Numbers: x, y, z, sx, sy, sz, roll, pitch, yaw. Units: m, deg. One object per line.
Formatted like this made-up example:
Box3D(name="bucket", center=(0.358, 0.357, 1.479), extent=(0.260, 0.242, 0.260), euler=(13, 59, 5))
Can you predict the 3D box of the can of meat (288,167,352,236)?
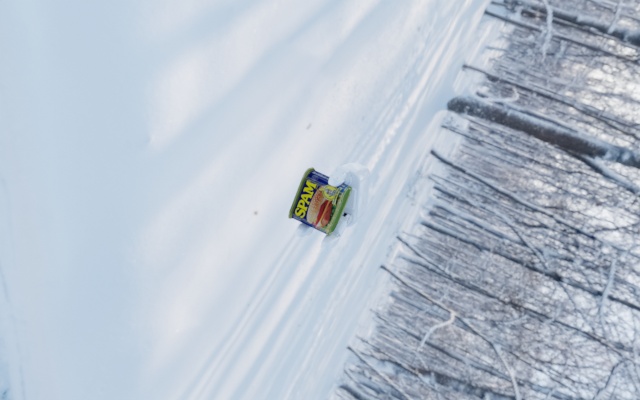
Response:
Box3D(name="can of meat", center=(0.000, 0.003, 0.871), extent=(0.084, 0.102, 0.057), euler=(25, 15, 12))
